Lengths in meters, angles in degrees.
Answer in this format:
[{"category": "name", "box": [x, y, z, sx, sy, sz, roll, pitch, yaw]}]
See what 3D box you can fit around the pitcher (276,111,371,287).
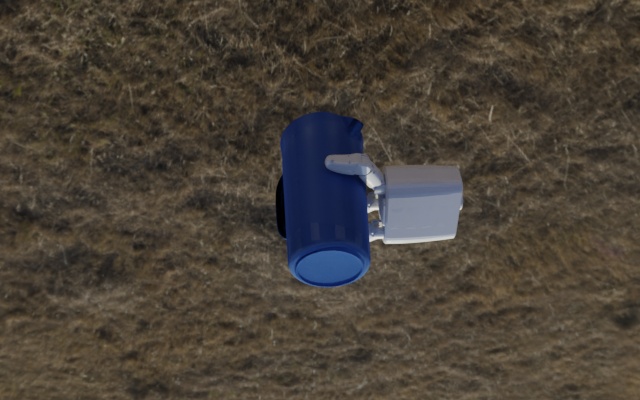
[{"category": "pitcher", "box": [0.000, 0.002, 0.696, 0.145, 0.242, 0.149, -2, -40, -1]}]
